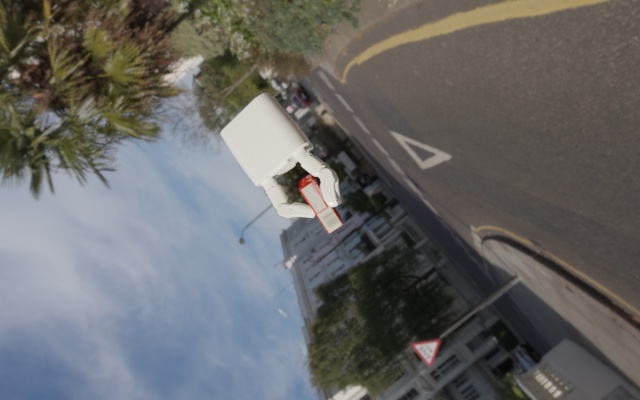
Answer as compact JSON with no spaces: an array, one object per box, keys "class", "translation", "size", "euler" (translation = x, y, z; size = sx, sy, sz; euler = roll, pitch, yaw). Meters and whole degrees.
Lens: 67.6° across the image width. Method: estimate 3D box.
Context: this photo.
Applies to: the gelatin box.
[{"class":"gelatin box","translation":[0.000,0.003,0.775],"size":[0.030,0.089,0.073],"euler":[-33,10,4]}]
